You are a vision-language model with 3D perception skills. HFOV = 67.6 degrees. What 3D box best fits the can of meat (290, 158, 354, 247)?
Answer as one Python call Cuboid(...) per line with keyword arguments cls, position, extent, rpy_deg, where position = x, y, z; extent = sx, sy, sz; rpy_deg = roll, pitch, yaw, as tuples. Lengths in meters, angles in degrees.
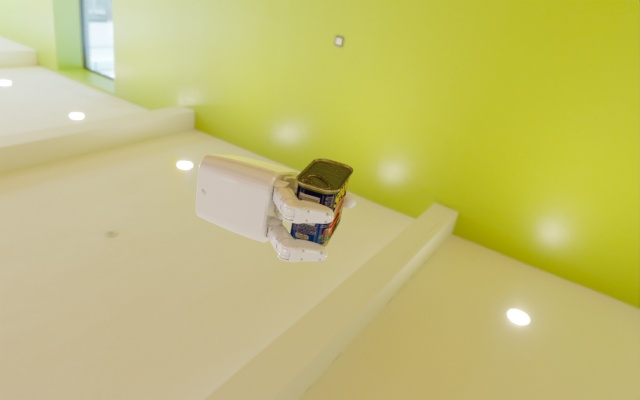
Cuboid(cls="can of meat", position=(0.000, 0.002, 0.627), extent=(0.057, 0.084, 0.102), rpy_deg=(16, 26, 11))
